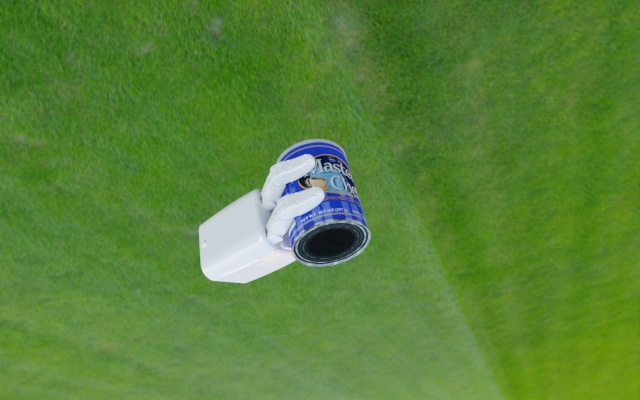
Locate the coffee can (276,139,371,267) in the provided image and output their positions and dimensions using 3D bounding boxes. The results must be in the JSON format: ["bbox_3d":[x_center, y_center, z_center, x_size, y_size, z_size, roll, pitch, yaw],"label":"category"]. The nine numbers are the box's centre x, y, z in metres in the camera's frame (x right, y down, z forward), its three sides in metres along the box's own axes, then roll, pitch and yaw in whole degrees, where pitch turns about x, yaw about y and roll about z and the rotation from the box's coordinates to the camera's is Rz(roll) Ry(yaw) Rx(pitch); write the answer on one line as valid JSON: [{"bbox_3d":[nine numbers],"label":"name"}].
[{"bbox_3d":[0.000,0.002,0.641,0.103,0.140,0.103,-9,-38,-7],"label":"coffee can"}]
